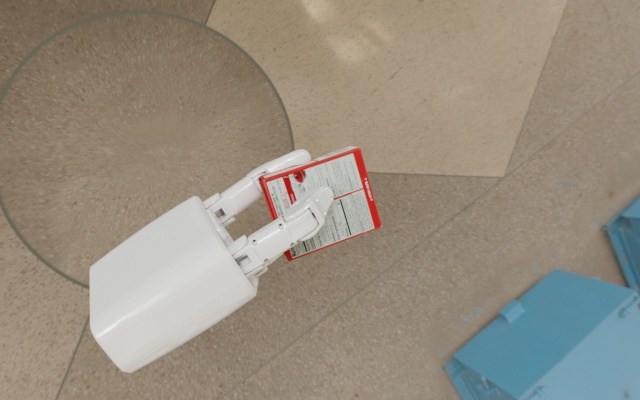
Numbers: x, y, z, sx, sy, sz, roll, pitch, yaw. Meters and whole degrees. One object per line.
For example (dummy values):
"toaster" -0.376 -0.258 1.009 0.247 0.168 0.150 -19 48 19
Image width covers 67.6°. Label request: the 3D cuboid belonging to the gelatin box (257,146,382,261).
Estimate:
"gelatin box" 0.000 0.001 0.409 0.089 0.073 0.030 -19 13 -8
